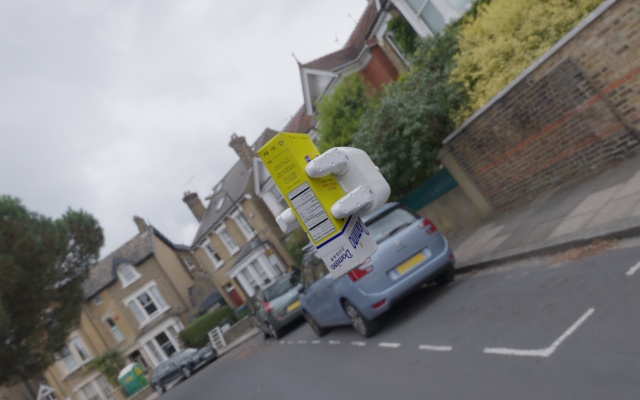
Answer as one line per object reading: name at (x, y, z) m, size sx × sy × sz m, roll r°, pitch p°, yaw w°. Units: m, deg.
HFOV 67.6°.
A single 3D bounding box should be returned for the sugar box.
sugar box at (0.001, 0.001, 0.578) m, size 0.048 × 0.176 × 0.093 m, roll -36°, pitch -5°, yaw 20°
